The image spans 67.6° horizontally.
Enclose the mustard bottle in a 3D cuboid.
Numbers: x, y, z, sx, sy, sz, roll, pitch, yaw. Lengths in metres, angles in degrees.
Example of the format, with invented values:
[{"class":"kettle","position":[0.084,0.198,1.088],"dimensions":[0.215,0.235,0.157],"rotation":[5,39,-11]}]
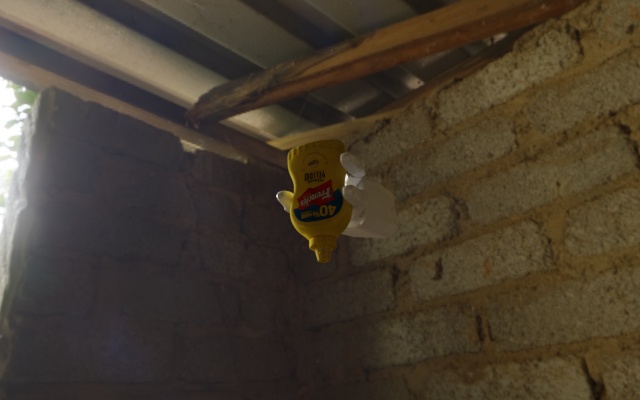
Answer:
[{"class":"mustard bottle","position":[0.000,0.002,0.742],"dimensions":[0.096,0.191,0.058],"rotation":[-10,-24,14]}]
